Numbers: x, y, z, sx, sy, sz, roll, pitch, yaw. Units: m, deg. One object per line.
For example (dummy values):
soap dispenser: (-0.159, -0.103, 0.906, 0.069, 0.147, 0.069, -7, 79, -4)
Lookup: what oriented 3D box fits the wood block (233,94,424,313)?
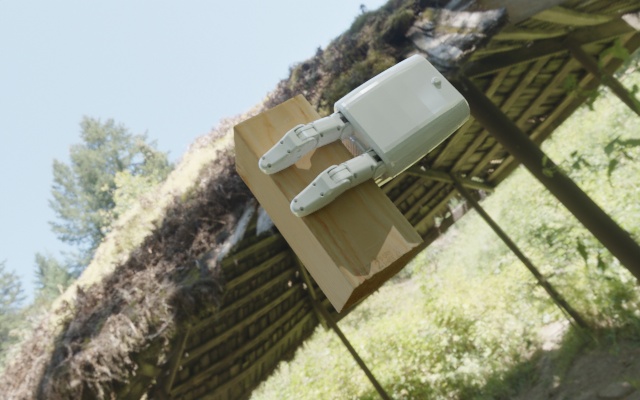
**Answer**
wood block: (0.000, 0.002, 0.508, 0.090, 0.206, 0.091, -30, -20, -20)
